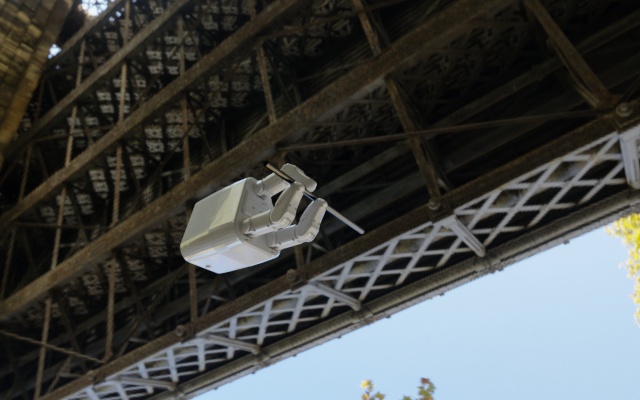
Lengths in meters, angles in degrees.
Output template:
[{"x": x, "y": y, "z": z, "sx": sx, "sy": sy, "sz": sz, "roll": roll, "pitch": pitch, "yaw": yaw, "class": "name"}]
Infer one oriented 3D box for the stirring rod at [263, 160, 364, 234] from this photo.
[{"x": 0.000, "y": 0.002, "z": 0.653, "sx": 0.011, "sy": 0.011, "sz": 0.240, "roll": 0, "pitch": -22, "yaw": 36, "class": "stirring rod"}]
